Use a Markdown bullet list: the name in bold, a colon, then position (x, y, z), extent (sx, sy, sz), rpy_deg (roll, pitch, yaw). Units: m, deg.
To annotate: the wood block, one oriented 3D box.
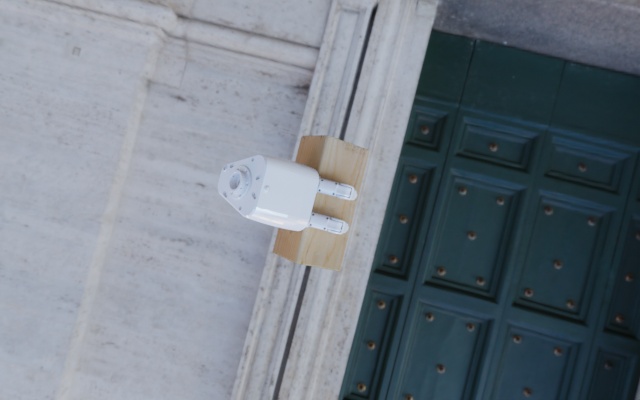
- **wood block**: position (0.000, 0.003, 0.801), extent (0.090, 0.206, 0.091), rpy_deg (15, -1, -32)
